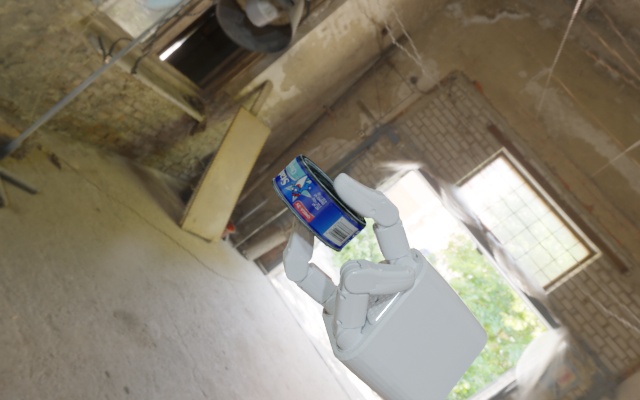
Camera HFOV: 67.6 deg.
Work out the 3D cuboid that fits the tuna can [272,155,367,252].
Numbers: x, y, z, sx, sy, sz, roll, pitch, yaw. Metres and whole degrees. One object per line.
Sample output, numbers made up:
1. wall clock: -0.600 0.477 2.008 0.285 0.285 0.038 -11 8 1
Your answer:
1. tuna can: 0.000 0.001 0.410 0.034 0.086 0.086 -43 -8 8
